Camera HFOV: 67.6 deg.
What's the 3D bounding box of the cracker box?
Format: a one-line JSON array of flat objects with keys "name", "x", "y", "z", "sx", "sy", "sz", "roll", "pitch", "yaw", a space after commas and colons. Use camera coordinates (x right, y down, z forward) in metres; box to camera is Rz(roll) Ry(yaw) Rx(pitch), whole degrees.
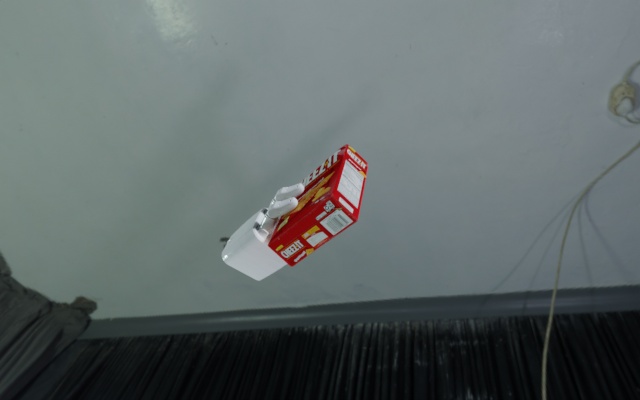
[{"name": "cracker box", "x": 0.000, "y": 0.003, "z": 0.896, "sx": 0.164, "sy": 0.072, "sz": 0.213, "roll": -38, "pitch": 18, "yaw": 27}]
